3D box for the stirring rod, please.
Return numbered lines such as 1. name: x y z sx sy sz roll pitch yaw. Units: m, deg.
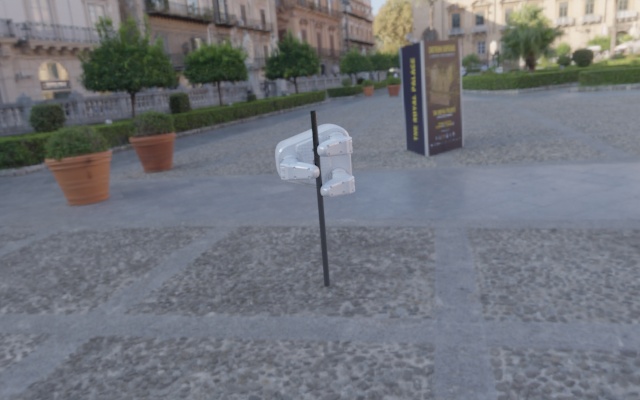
1. stirring rod: 0.000 0.002 0.638 0.011 0.239 0.011 -4 14 1
